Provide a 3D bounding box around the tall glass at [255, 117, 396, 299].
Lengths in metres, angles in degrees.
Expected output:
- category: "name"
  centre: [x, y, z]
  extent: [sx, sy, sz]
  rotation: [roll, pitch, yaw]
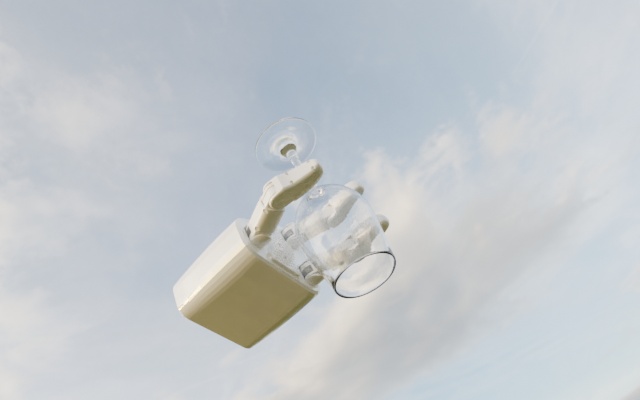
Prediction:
- category: "tall glass"
  centre: [0.000, 0.001, 0.482]
  extent: [0.079, 0.079, 0.201]
  rotation: [0, 40, -32]
